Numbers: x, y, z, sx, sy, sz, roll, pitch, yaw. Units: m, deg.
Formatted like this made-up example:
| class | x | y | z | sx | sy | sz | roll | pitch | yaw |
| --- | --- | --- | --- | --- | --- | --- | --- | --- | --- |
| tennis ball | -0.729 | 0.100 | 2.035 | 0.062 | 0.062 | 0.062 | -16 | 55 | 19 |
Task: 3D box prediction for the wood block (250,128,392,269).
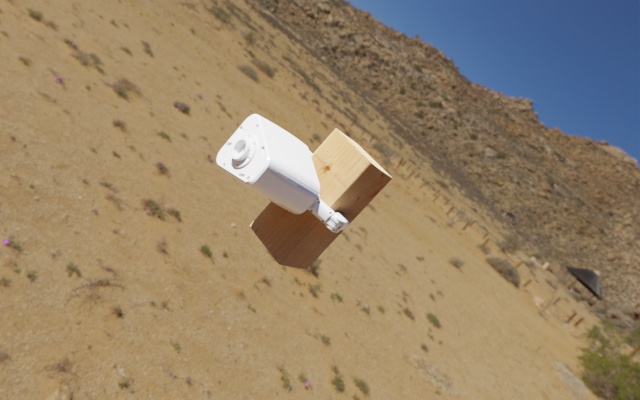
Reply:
| class | x | y | z | sx | sy | sz | roll | pitch | yaw |
| --- | --- | --- | --- | --- | --- | --- | --- | --- | --- |
| wood block | 0.000 | 0.002 | 0.753 | 0.090 | 0.206 | 0.090 | 49 | 13 | 28 |
